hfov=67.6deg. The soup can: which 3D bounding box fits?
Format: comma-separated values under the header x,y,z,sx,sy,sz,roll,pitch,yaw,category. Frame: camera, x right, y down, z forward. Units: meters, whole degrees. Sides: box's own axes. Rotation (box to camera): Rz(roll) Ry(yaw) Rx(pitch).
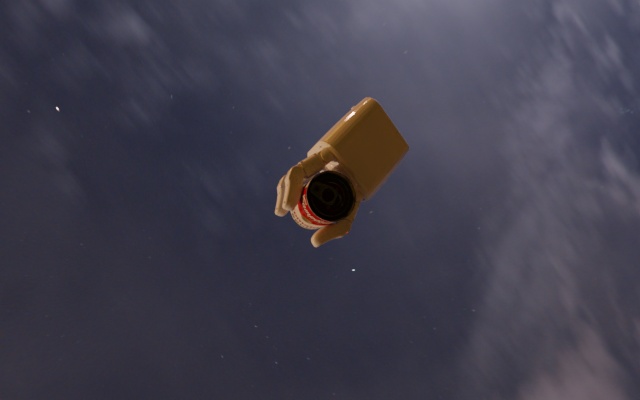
x,y,z,sx,sy,sz,roll,pitch,yaw,category
0.000,0.003,0.665,0.068,0.068,0.102,0,-9,-17,soup can
